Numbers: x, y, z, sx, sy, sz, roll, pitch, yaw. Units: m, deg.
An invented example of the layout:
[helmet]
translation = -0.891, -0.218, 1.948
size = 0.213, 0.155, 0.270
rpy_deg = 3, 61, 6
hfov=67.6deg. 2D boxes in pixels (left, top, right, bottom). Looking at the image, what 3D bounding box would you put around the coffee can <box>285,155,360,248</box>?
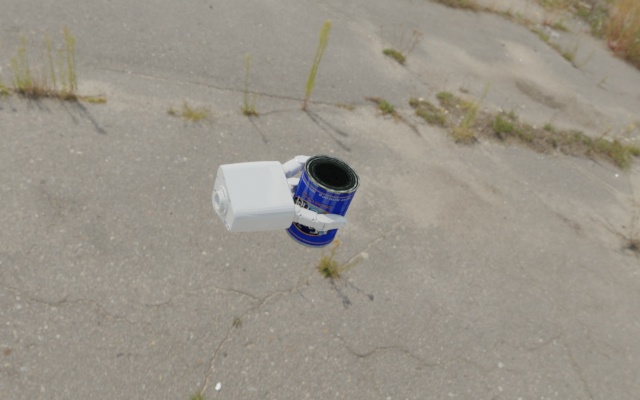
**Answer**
[coffee can]
translation = 0.000, 0.003, 0.868
size = 0.103, 0.140, 0.102
rpy_deg = 14, 39, -11
